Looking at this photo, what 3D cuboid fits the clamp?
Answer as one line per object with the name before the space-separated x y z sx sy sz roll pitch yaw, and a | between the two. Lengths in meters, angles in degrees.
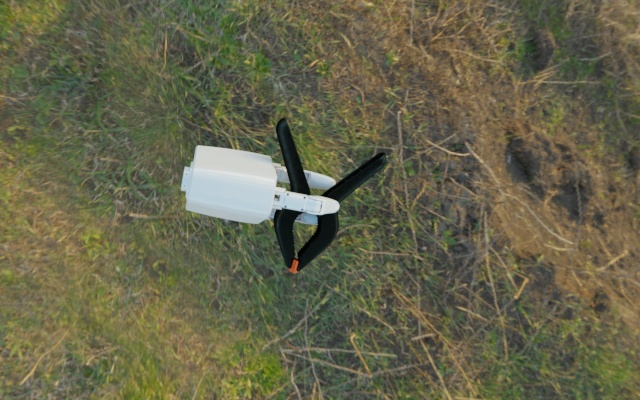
clamp | 0.000 0.003 0.678 0.164 0.210 0.036 10 7 -13
